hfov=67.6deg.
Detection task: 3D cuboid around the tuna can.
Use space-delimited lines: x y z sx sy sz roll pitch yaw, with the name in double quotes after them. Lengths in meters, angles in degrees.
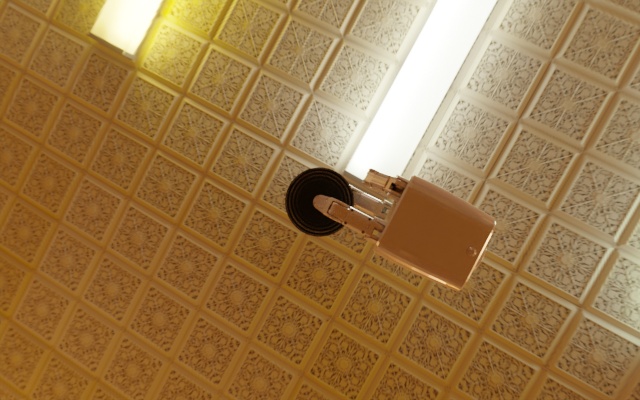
0.000 0.002 0.605 0.086 0.086 0.034 0 0 5 "tuna can"
